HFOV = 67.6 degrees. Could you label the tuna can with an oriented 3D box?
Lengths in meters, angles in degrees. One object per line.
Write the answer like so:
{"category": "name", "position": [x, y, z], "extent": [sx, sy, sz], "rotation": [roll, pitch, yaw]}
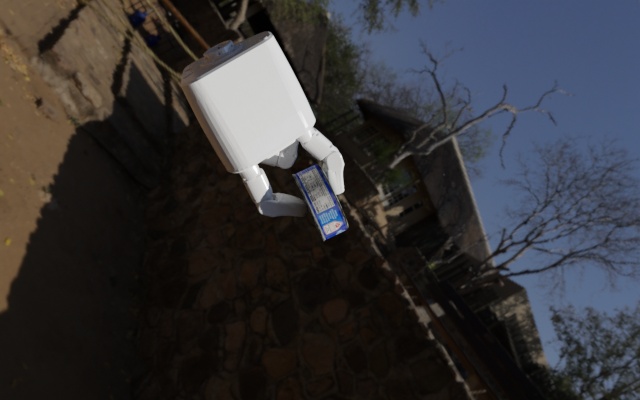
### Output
{"category": "tuna can", "position": [0.001, 0.002, 0.557], "extent": [0.034, 0.086, 0.086], "rotation": [-25, 1, -3]}
